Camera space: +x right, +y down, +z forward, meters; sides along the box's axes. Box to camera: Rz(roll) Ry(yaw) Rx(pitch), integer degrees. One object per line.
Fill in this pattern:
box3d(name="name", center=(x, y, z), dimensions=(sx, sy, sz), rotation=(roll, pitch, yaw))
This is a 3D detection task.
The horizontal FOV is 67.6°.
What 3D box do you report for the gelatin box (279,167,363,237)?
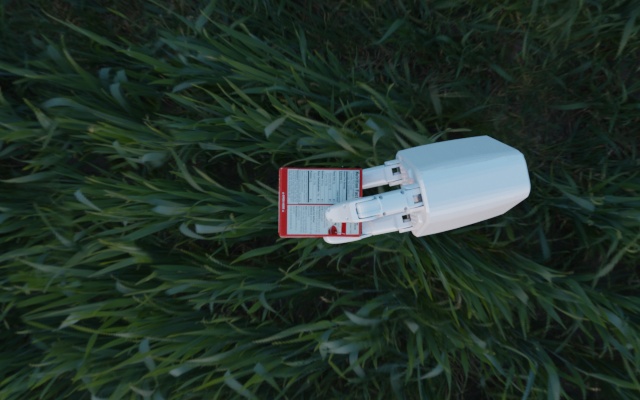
box3d(name="gelatin box", center=(0.000, 0.002, 0.510), dimensions=(0.089, 0.073, 0.030), rotation=(0, 2, -5))
